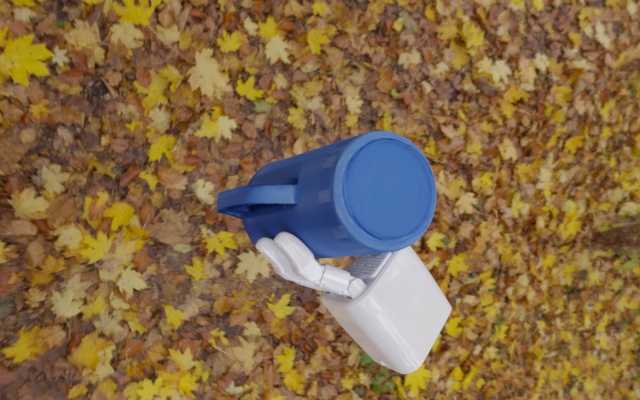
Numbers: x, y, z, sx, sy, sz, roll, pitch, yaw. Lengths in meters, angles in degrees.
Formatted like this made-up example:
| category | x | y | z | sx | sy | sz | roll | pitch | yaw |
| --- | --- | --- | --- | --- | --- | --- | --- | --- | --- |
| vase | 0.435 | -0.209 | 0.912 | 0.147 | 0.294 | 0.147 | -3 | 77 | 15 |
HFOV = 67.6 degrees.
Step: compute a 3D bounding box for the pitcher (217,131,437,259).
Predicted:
| category | x | y | z | sx | sy | sz | roll | pitch | yaw |
| --- | --- | --- | --- | --- | --- | --- | --- | --- | --- |
| pitcher | 0.000 | 0.002 | 0.513 | 0.149 | 0.145 | 0.243 | -43 | 13 | -22 |
